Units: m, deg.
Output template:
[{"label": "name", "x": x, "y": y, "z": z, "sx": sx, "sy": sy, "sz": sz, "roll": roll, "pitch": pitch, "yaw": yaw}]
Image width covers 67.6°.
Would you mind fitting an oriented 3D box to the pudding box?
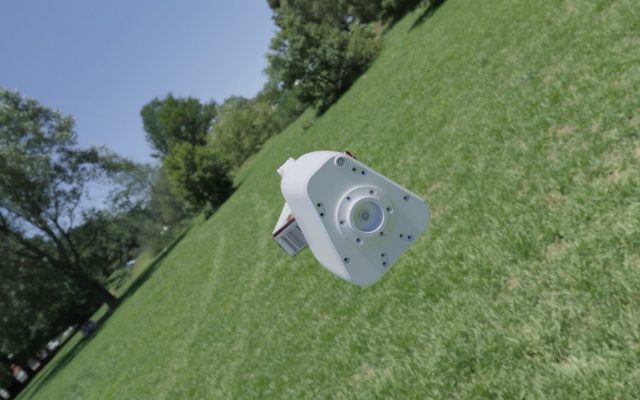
[{"label": "pudding box", "x": 0.000, "y": 0.002, "z": 0.553, "sx": 0.113, "sy": 0.039, "sz": 0.090, "roll": -38, "pitch": 15, "yaw": 21}]
